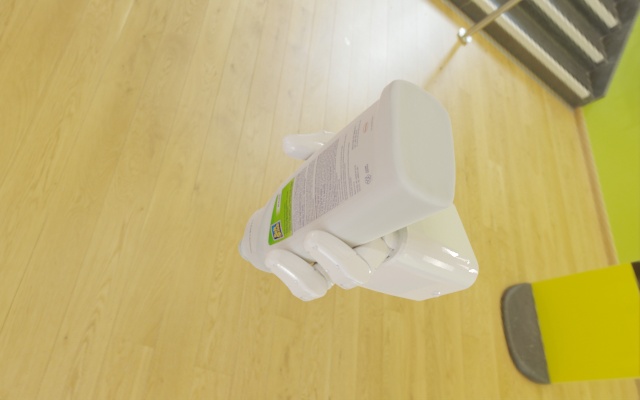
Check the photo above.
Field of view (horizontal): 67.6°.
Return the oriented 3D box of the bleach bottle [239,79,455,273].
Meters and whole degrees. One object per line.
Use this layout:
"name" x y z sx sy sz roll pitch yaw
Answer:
"bleach bottle" 0.000 0.001 0.427 0.068 0.102 0.251 23 -33 -30
